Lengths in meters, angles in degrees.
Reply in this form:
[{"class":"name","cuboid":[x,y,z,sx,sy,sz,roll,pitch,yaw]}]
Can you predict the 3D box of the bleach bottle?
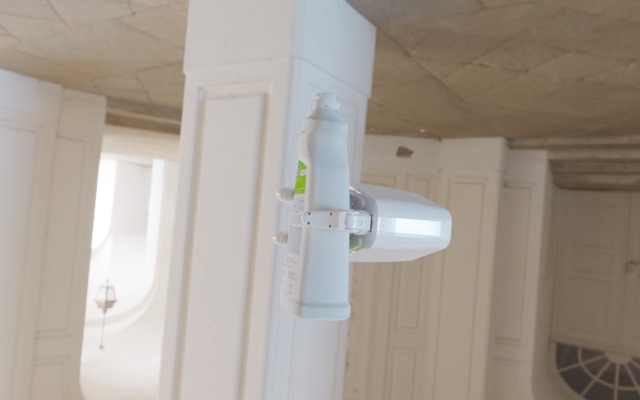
[{"class":"bleach bottle","cuboid":[0.000,0.002,0.549,0.068,0.251,0.102,5,-2,-20]}]
